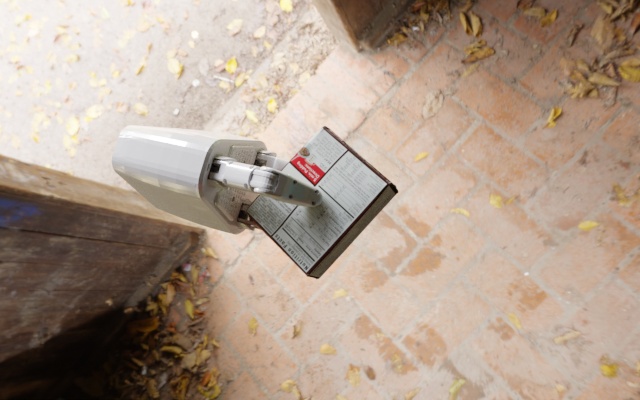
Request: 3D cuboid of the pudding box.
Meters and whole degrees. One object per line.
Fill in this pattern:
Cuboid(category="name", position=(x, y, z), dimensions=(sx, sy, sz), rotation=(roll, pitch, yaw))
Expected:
Cuboid(category="pudding box", position=(0.000, 0.001, 0.439), dimensions=(0.090, 0.113, 0.039), rotation=(44, 5, 20))
